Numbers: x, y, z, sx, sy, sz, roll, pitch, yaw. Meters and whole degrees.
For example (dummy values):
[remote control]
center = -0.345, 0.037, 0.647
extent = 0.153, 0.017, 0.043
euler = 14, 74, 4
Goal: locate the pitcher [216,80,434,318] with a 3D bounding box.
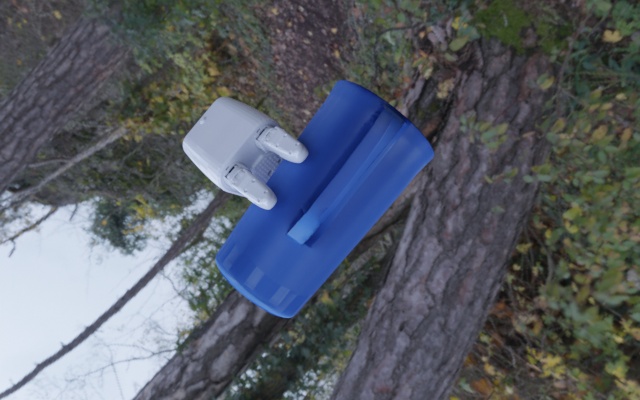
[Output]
[pitcher]
center = 0.000, 0.002, 0.509
extent = 0.145, 0.243, 0.149
euler = 36, -3, 41
